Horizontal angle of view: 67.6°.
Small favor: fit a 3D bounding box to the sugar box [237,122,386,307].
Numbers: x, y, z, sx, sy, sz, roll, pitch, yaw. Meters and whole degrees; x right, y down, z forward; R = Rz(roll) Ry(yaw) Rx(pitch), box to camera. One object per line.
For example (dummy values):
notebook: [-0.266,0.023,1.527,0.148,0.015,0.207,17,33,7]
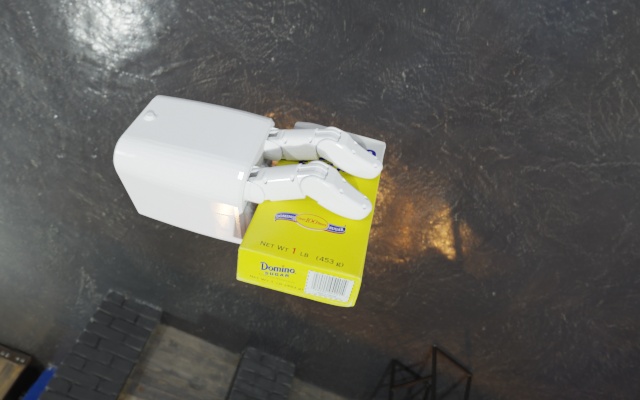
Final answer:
sugar box: [0.000,0.001,0.413,0.093,0.048,0.176,14,45,2]
